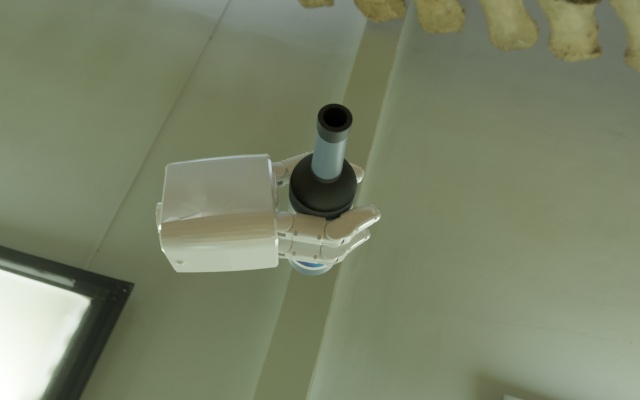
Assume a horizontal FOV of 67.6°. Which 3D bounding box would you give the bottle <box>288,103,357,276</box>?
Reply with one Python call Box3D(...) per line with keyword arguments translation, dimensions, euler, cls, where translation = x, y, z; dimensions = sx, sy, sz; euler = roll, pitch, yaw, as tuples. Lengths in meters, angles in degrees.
Box3D(translation=(0.000, 0.002, 0.497), dimensions=(0.069, 0.069, 0.296), euler=(0, -26, -5), cls="bottle")
